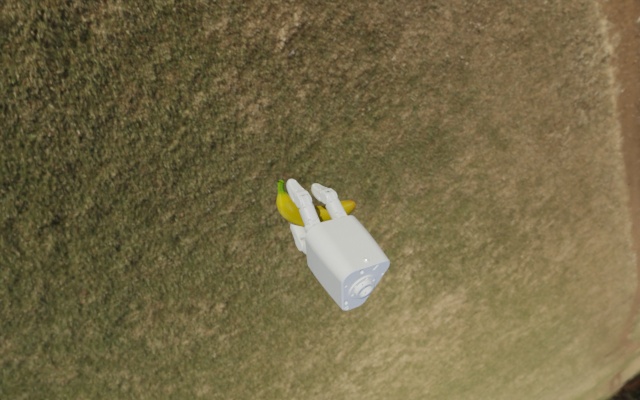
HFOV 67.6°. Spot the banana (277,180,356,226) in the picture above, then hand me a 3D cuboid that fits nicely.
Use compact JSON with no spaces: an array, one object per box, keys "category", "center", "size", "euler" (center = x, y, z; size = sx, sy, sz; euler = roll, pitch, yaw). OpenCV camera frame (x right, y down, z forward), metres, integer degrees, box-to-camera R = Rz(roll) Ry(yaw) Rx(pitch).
[{"category":"banana","center":[-0.012,0.017,0.868],"size":[0.198,0.070,0.037],"euler":[15,25,-46]}]
